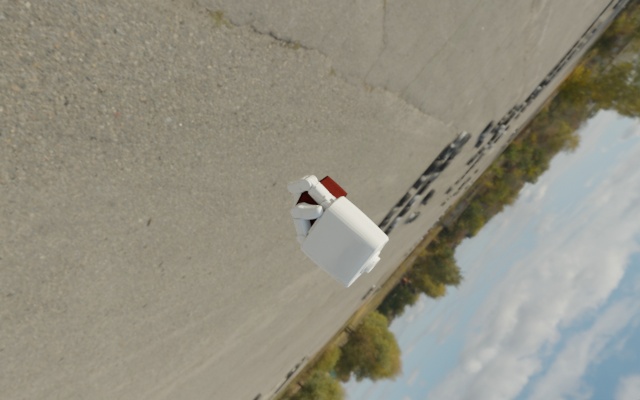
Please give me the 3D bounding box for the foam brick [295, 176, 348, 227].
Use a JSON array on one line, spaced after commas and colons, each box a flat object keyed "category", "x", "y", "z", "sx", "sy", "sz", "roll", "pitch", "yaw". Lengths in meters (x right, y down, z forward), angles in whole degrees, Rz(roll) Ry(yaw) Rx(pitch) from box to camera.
[{"category": "foam brick", "x": 0.000, "y": 0.003, "z": 0.841, "sx": 0.051, "sy": 0.053, "sz": 0.078, "roll": 41, "pitch": 43, "yaw": 13}]
